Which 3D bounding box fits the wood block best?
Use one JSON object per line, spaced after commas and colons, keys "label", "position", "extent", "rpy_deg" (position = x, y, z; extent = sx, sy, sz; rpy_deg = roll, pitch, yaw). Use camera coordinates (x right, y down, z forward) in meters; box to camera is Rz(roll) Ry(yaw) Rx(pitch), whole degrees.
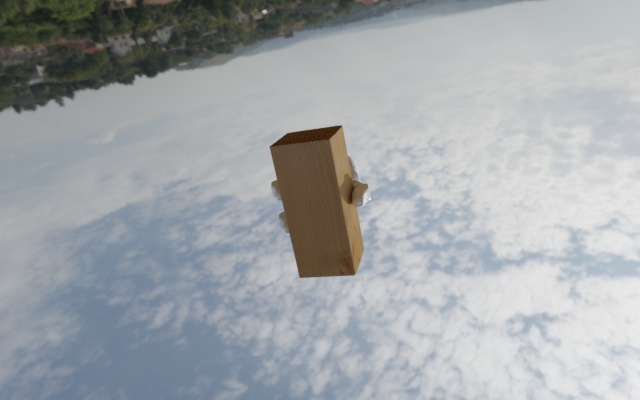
{"label": "wood block", "position": [0.001, 0.002, 0.715], "extent": [0.091, 0.206, 0.090], "rpy_deg": [-6, 19, 17]}
